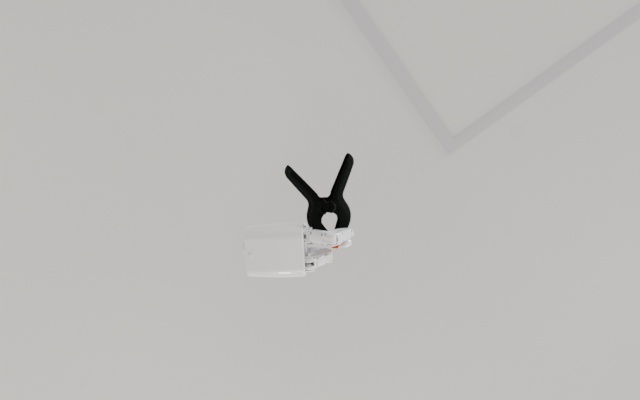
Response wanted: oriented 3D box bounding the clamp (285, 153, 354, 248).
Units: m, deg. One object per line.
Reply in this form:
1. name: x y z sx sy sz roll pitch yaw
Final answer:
1. clamp: 0.000 0.003 0.846 0.120 0.171 0.039 -1 15 2
